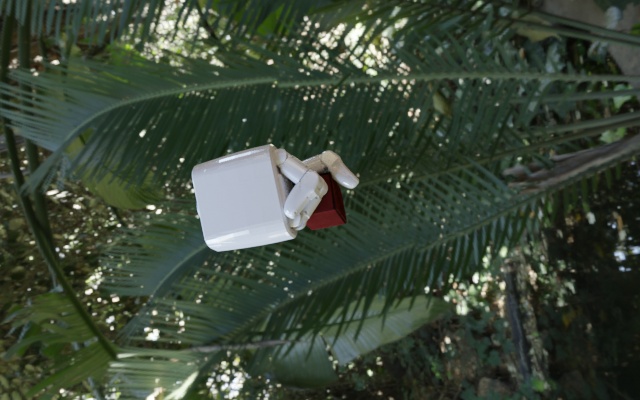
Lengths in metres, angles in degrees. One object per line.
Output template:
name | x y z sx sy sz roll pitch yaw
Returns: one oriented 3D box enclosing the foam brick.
foam brick | 0.000 0.002 0.634 0.051 0.053 0.078 -13 -19 10
